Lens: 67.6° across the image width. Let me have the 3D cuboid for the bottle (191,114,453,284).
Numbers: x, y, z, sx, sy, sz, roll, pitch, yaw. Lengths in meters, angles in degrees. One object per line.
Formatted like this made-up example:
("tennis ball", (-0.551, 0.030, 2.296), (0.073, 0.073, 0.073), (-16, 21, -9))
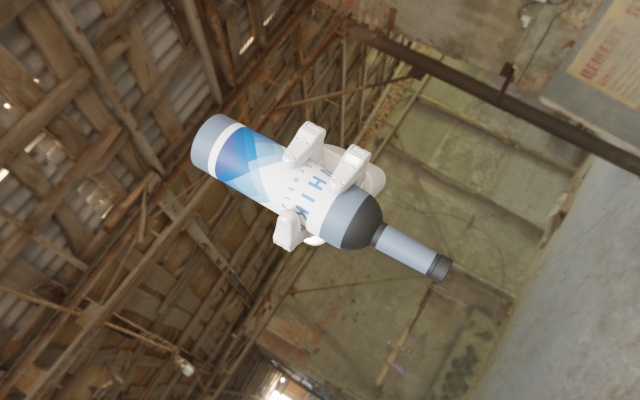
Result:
("bottle", (0.000, 0.002, 0.506), (0.295, 0.069, 0.069), (29, 7, 13))
